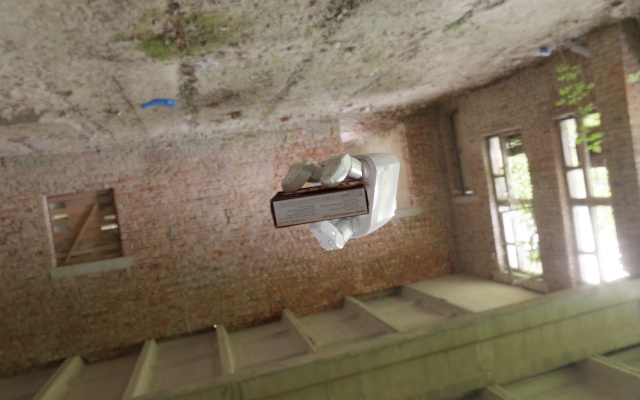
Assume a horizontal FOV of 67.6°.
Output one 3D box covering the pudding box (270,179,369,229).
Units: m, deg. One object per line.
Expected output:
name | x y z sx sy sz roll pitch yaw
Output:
pudding box | 0.000 0.002 0.581 0.113 0.039 0.090 -11 6 2
